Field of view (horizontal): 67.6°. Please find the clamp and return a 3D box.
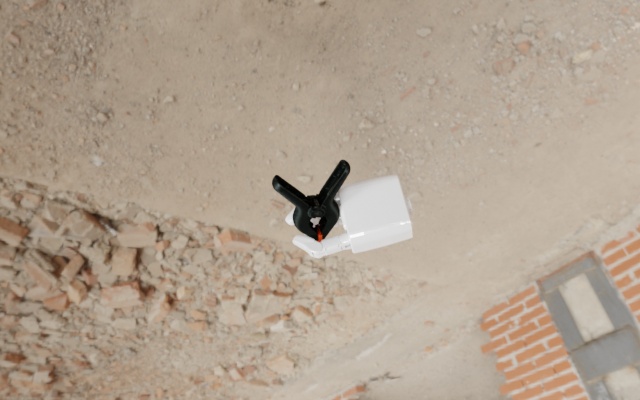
[{"bbox_3d":[0.000,0.003,0.769,0.120,0.039,0.172,-15,-38,4],"label":"clamp"}]
